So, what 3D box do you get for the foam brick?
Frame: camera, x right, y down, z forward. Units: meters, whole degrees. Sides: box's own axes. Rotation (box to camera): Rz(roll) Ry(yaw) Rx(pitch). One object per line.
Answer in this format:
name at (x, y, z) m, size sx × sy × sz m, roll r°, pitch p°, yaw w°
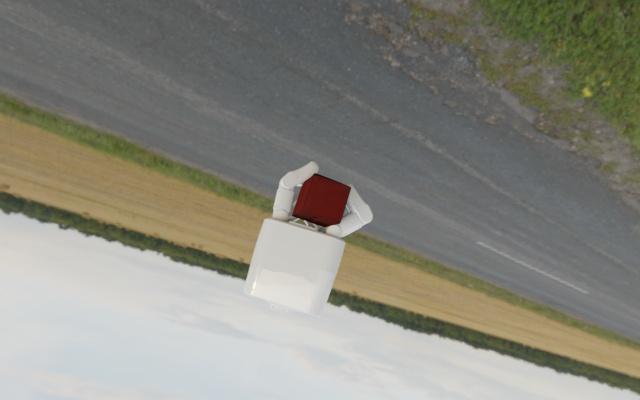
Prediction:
foam brick at (0.000, 0.002, 0.628) m, size 0.053 × 0.051 × 0.078 m, roll 20°, pitch -11°, yaw -10°
